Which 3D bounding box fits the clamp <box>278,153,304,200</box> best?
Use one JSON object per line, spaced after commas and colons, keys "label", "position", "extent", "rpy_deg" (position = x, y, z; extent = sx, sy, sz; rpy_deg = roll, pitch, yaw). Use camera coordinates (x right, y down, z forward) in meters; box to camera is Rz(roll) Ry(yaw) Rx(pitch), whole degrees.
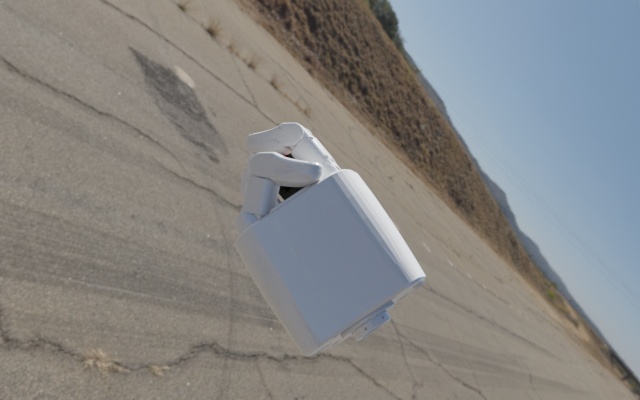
{"label": "clamp", "position": [0.000, 0.001, 0.487], "extent": [0.039, 0.120, 0.171], "rpy_deg": [-38, -19, 15]}
